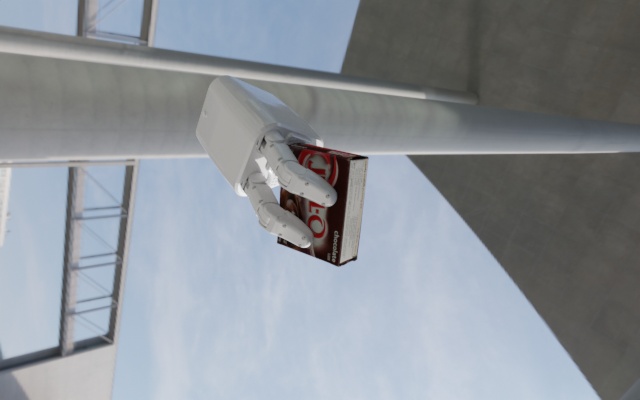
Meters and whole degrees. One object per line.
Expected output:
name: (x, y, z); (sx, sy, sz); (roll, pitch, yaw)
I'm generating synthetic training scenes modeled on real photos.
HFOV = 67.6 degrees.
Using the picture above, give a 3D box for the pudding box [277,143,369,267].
pudding box: (0.000, 0.002, 0.499); (0.090, 0.113, 0.039); (16, 19, 40)
